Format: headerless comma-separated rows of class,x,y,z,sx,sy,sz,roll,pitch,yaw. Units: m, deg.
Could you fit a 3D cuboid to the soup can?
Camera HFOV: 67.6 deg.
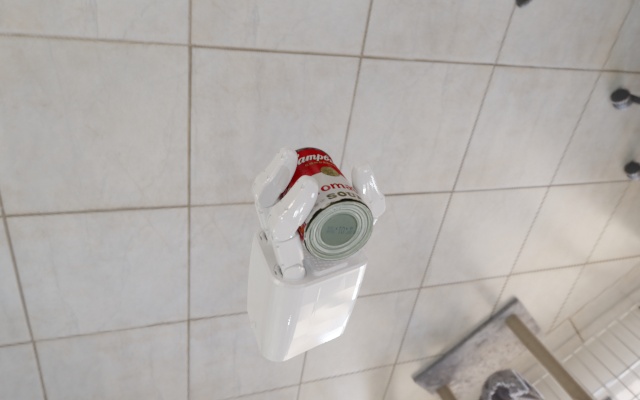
soup can,0.000,0.001,0.457,0.068,0.068,0.102,0,32,-24
